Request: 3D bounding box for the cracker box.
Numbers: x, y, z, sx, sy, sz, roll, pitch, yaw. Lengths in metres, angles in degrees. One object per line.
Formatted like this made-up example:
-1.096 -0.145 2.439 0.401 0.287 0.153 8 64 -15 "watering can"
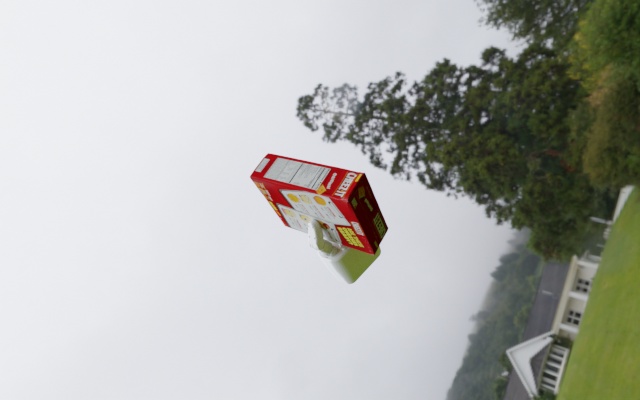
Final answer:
0.000 0.003 0.865 0.213 0.072 0.164 14 -30 33 "cracker box"
